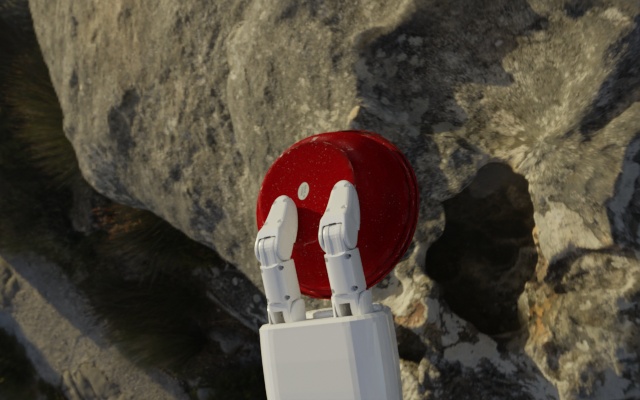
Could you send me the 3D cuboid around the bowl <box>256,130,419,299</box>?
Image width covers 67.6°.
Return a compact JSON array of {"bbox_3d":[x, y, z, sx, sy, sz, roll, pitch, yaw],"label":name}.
[{"bbox_3d":[0.000,0.000,0.415,0.162,0.162,0.055,0,-18,30],"label":"bowl"}]
